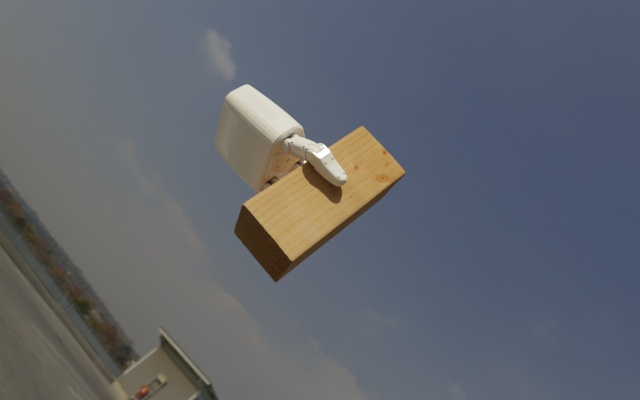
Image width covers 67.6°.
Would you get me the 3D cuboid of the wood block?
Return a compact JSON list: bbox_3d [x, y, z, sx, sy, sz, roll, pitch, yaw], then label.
[{"bbox_3d":[0.000,0.002,0.624,0.206,0.090,0.091,-36,-10,-29],"label":"wood block"}]
